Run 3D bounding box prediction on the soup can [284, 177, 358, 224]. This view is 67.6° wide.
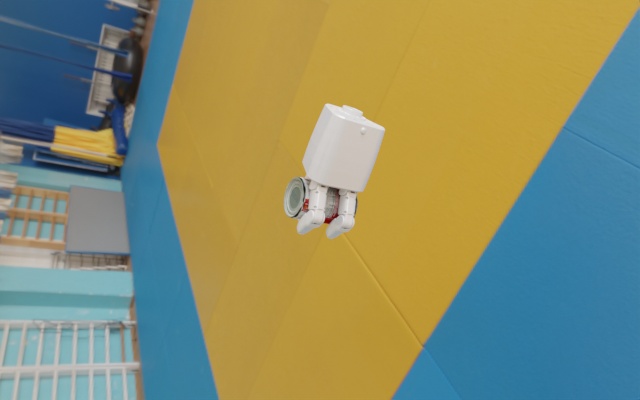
[{"bbox_3d":[0.000,0.003,0.778,0.102,0.068,0.068,10,-5,-30],"label":"soup can"}]
